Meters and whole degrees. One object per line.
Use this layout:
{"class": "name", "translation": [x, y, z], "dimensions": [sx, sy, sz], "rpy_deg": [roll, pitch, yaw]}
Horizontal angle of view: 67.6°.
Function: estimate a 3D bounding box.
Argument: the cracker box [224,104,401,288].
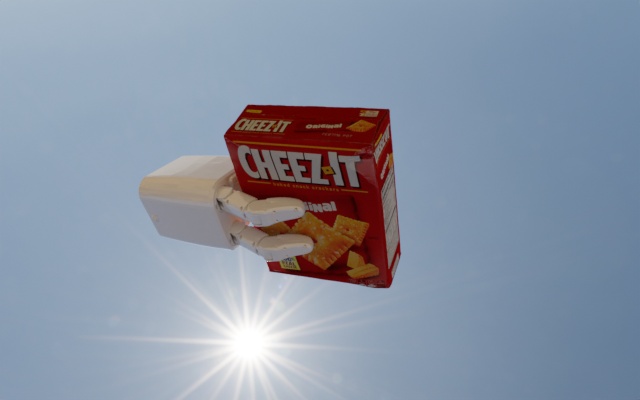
{"class": "cracker box", "translation": [0.000, 0.002, 0.546], "dimensions": [0.164, 0.214, 0.072], "rpy_deg": [6, 43, 20]}
